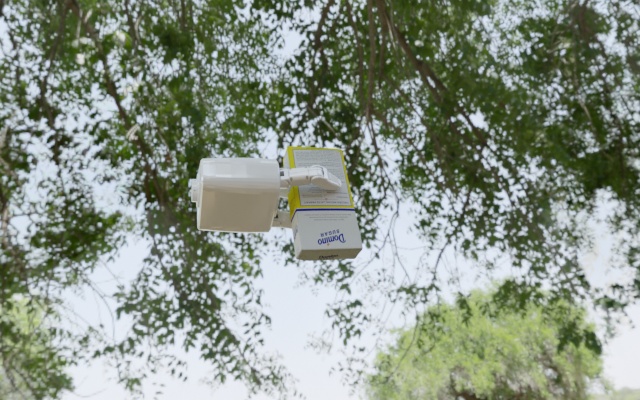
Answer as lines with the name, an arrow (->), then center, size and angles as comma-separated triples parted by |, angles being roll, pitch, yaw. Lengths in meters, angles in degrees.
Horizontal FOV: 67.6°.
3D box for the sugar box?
sugar box -> 0.000, 0.003, 0.716 | 0.093, 0.176, 0.048 | 1, -28, -17
